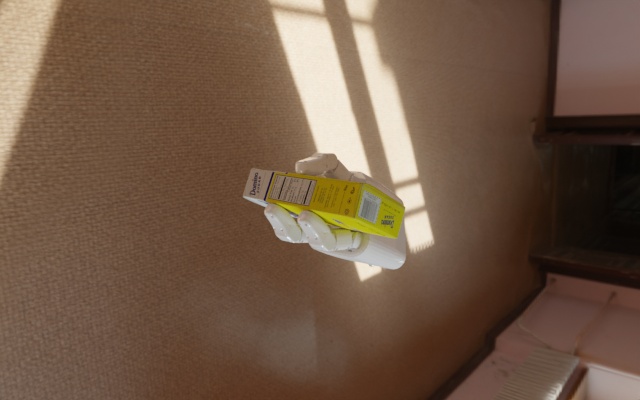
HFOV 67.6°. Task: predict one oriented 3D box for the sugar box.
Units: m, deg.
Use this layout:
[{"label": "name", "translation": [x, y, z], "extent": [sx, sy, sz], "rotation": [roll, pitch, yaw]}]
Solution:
[{"label": "sugar box", "translation": [0.000, 0.002, 0.567], "extent": [0.176, 0.048, 0.093], "rotation": [6, -13, 41]}]
